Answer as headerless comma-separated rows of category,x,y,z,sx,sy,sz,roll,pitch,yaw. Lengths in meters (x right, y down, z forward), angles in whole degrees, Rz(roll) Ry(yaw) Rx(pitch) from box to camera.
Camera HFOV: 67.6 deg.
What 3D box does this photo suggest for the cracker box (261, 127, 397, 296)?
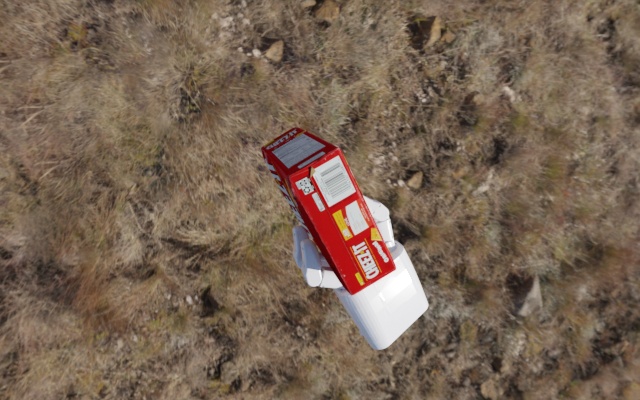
cracker box,0.000,0.002,0.616,0.072,0.164,0.213,-30,20,-6
